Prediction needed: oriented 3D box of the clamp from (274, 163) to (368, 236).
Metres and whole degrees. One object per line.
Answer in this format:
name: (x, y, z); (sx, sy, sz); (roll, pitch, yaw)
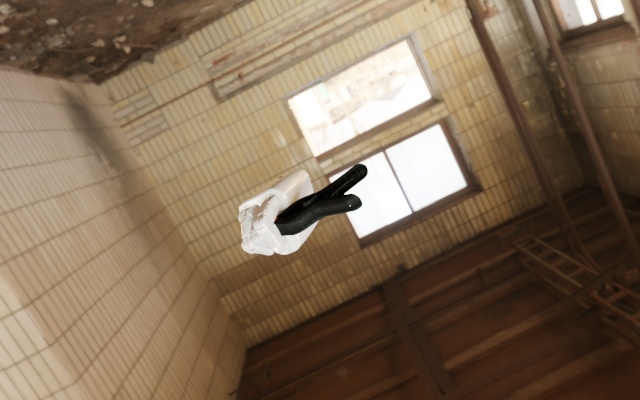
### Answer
clamp: (0.000, 0.003, 0.713); (0.171, 0.039, 0.120); (-22, 16, 30)
